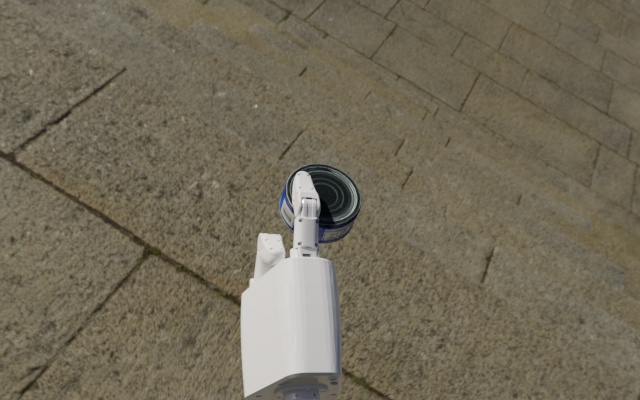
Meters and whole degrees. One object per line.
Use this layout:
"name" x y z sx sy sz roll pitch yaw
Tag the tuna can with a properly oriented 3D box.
"tuna can" 0.000 0.001 0.516 0.086 0.086 0.034 0 -36 -16
